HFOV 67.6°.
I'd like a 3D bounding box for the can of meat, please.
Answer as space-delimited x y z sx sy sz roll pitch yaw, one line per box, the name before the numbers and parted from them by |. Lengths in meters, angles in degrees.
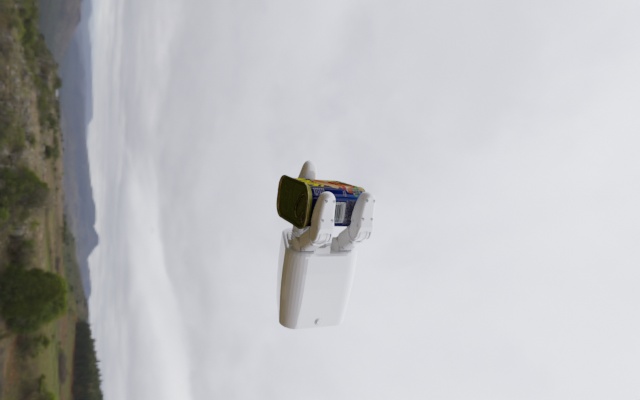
can of meat | 0.000 0.002 0.618 0.084 0.057 0.102 3 9 -26
